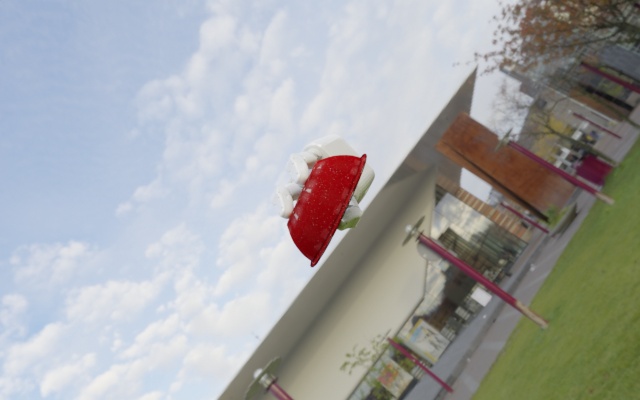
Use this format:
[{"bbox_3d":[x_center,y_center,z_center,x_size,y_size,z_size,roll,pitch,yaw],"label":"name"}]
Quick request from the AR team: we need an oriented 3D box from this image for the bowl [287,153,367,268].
[{"bbox_3d":[0.000,0.002,0.611,0.055,0.162,0.162,25,-2,-3],"label":"bowl"}]
